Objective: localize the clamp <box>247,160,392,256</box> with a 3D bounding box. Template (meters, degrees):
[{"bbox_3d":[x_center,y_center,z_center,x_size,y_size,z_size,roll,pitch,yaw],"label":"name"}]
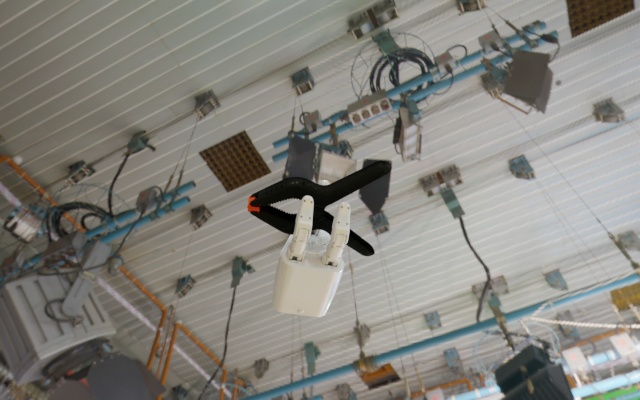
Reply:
[{"bbox_3d":[-0.001,0.002,0.708,0.210,0.165,0.036,9,29,-9],"label":"clamp"}]
